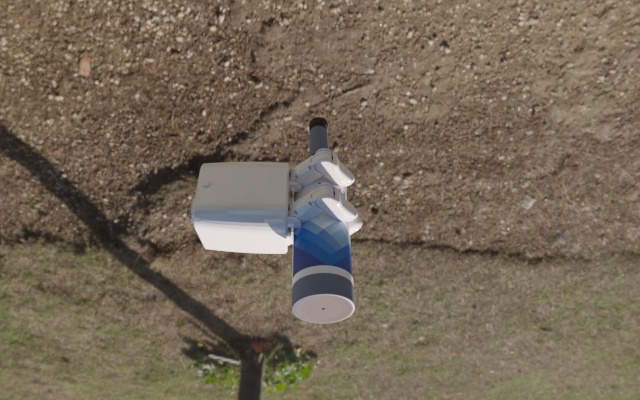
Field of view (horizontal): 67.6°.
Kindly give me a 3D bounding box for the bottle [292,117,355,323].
[{"bbox_3d":[0.000,0.002,0.594,0.069,0.295,0.069,-1,-40,-1],"label":"bottle"}]
